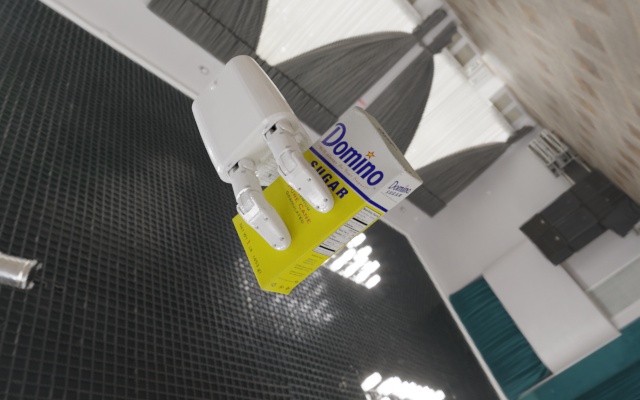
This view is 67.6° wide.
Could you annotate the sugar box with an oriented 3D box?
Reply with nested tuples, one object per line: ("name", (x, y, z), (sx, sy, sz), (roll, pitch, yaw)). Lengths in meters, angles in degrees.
("sugar box", (0.000, 0.001, 0.458), (0.176, 0.093, 0.048), (-43, -35, 18))
